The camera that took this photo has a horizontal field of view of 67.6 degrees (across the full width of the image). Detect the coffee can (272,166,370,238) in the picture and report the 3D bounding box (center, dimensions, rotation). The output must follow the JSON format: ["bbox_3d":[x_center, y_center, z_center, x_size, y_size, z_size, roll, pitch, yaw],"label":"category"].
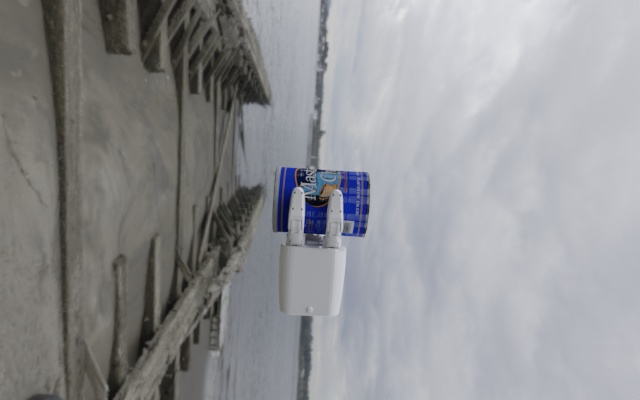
[{"bbox_3d":[0.000,0.002,0.738,0.140,0.103,0.103,4,0,-2],"label":"coffee can"}]
